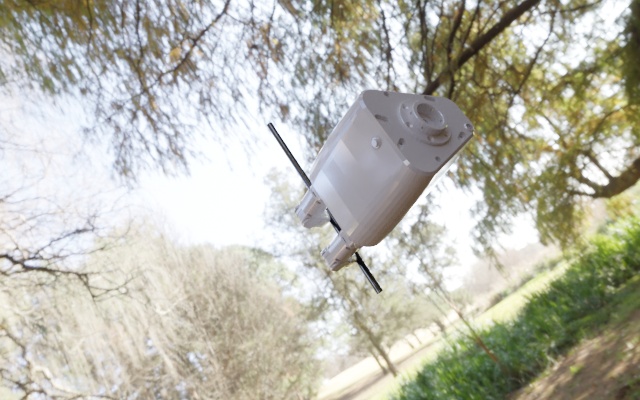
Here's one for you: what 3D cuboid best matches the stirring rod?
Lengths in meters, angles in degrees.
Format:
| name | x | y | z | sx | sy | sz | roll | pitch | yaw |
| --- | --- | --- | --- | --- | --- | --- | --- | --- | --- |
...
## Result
| name | x | y | z | sx | sy | sz | roll | pitch | yaw |
| --- | --- | --- | --- | --- | --- | --- | --- | --- | --- |
| stirring rod | 0.000 | 0.002 | 0.541 | 0.011 | 0.239 | 0.011 | -29 | -20 | -12 |
